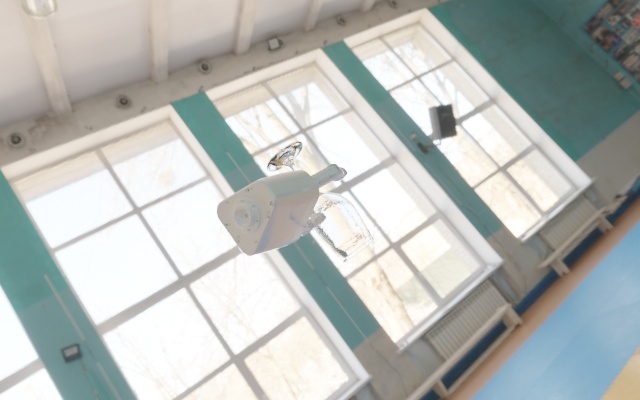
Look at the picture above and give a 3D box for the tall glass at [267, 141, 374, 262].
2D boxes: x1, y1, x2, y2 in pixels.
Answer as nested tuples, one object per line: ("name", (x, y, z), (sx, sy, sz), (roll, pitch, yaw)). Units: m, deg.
("tall glass", (0.000, 0.002, 0.771), (0.079, 0.201, 0.079), (-36, -14, -10))
